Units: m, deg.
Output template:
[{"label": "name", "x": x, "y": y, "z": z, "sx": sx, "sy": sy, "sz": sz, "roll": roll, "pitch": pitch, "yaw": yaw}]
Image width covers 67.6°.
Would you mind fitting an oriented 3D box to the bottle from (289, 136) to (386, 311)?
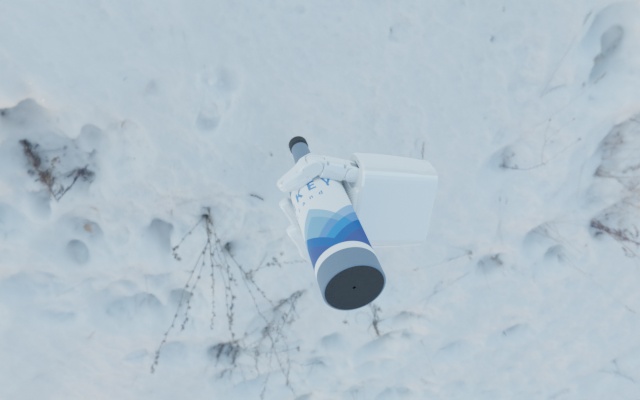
[{"label": "bottle", "x": 0.000, "y": 0.002, "z": 0.588, "sx": 0.069, "sy": 0.069, "sz": 0.295, "roll": 0, "pitch": 35, "yaw": -16}]
